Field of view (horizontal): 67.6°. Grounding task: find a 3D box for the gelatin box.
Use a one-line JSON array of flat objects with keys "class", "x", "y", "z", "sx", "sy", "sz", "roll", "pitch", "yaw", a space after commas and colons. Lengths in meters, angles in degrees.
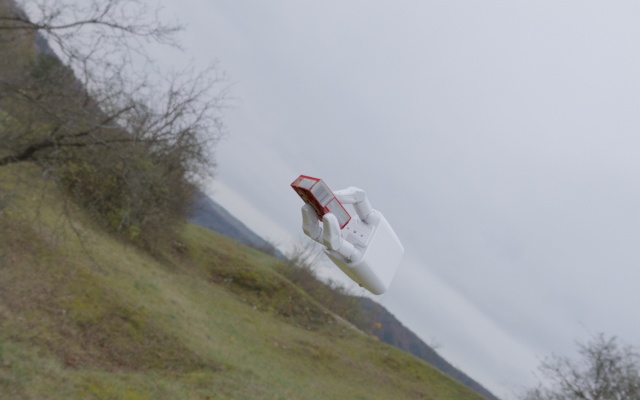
[{"class": "gelatin box", "x": 0.000, "y": 0.002, "z": 0.761, "sx": 0.030, "sy": 0.089, "sz": 0.073, "roll": -45, "pitch": 25, "yaw": -14}]
